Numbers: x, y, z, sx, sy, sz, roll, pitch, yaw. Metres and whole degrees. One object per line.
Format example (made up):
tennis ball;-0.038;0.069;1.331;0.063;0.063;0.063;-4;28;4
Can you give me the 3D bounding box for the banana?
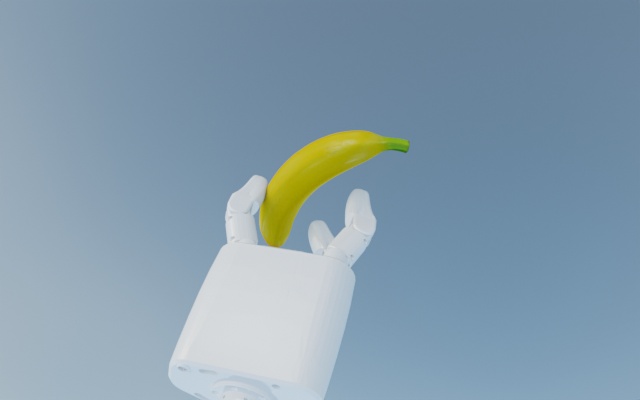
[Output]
banana;-0.012;-0.010;0.447;0.070;0.037;0.198;36;-49;-21
